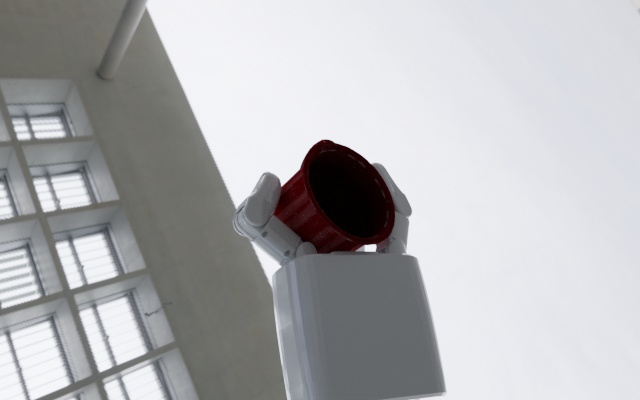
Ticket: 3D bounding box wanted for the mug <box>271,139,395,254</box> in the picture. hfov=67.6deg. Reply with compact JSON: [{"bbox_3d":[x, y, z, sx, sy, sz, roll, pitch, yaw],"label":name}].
[{"bbox_3d":[0.000,0.000,0.411,0.093,0.117,0.081,14,-37,-34],"label":"mug"}]
